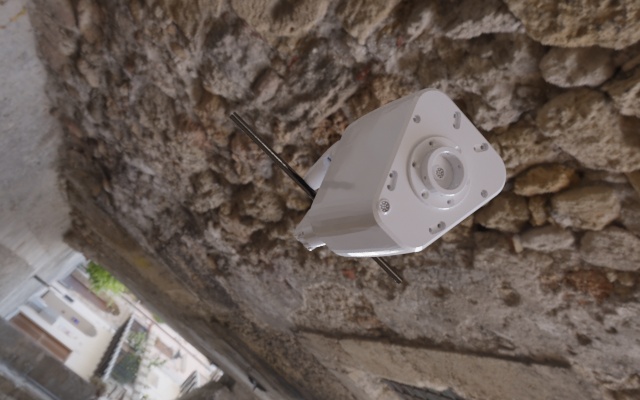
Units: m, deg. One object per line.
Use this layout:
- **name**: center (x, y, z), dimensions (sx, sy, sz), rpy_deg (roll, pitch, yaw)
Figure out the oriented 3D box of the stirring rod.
- **stirring rod**: center (0.000, 0.002, 0.475), dimensions (0.239, 0.011, 0.011), rpy_deg (45, -12, -12)
